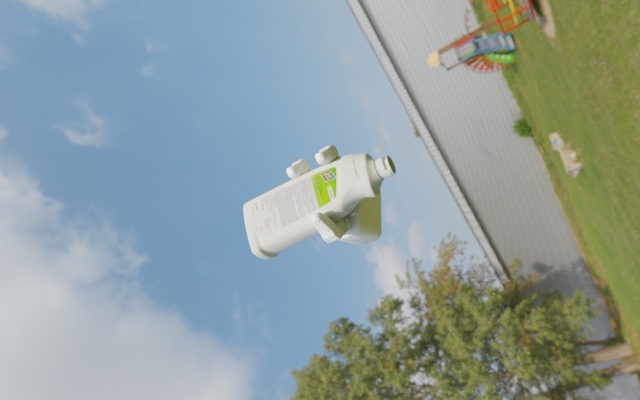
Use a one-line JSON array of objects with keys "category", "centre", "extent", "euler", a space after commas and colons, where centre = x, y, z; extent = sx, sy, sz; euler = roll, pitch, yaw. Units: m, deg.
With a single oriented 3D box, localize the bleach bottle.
[{"category": "bleach bottle", "centre": [0.000, 0.002, 0.738], "extent": [0.251, 0.102, 0.068], "euler": [-24, -22, 23]}]
